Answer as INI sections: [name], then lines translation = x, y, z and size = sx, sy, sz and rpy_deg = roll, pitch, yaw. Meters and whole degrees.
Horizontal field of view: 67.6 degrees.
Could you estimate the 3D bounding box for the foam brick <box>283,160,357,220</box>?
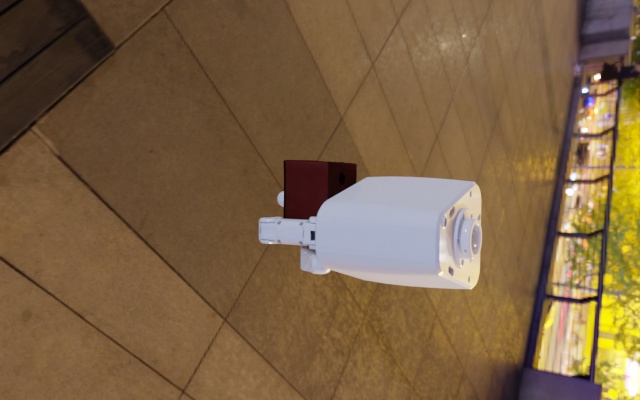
[foam brick]
translation = 0.000, 0.001, 0.450
size = 0.051, 0.078, 0.053
rpy_deg = 2, 2, 35
